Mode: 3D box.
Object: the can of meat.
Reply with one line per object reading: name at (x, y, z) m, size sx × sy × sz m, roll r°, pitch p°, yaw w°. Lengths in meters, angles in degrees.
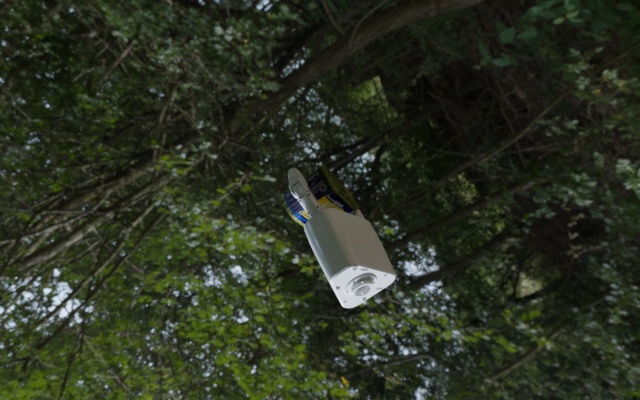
can of meat at (0.000, 0.003, 0.762) m, size 0.084 × 0.057 × 0.102 m, roll -36°, pitch -38°, yaw 11°
